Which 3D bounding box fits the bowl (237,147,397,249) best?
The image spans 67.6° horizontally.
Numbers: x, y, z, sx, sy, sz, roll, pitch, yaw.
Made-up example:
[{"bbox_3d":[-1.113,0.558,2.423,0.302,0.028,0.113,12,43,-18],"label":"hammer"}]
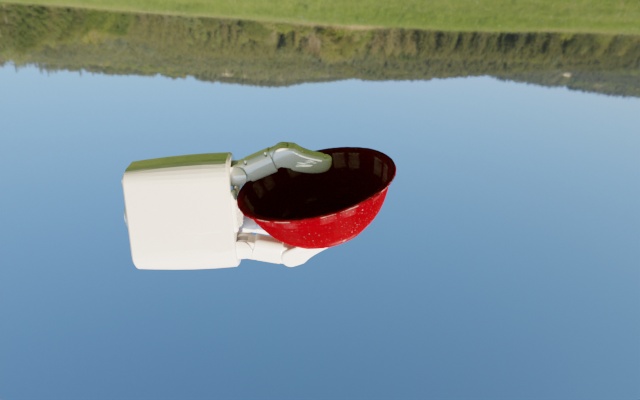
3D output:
[{"bbox_3d":[0.001,0.002,0.486,0.162,0.055,0.162,-11,26,6],"label":"bowl"}]
